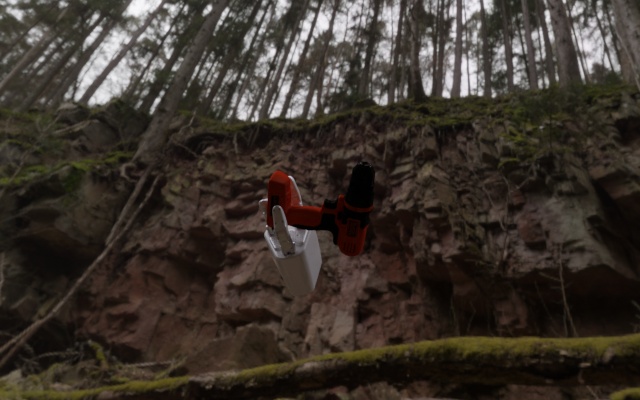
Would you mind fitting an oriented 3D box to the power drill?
[{"bbox_3d":[0.000,0.003,0.855,0.187,0.184,0.057,13,27,11],"label":"power drill"}]
